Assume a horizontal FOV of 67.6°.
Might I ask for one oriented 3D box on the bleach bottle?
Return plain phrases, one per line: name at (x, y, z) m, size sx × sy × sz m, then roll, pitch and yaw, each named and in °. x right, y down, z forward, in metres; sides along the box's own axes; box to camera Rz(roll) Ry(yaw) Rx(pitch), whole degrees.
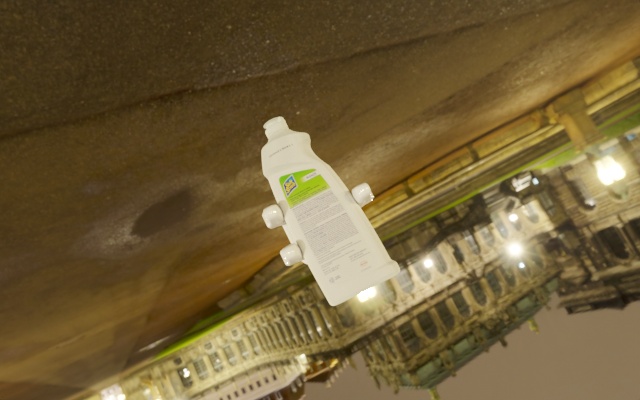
bleach bottle at (0.000, 0.002, 0.618) m, size 0.102 × 0.251 × 0.068 m, roll -27°, pitch -9°, yaw 0°
